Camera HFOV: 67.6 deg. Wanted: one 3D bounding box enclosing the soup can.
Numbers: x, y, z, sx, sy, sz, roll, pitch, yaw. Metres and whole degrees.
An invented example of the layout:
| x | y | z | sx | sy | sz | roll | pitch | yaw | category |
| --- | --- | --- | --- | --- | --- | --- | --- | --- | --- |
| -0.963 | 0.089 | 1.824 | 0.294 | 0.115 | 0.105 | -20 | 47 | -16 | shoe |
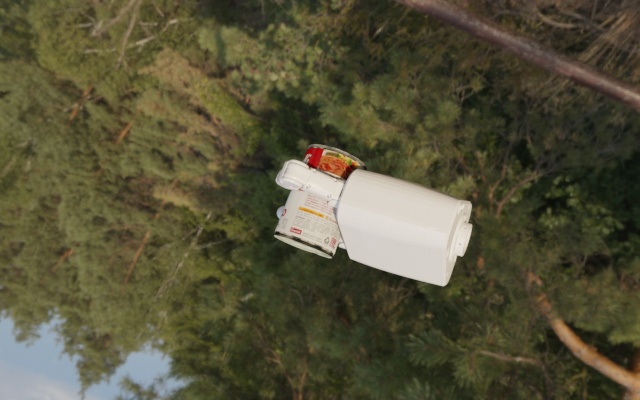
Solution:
| x | y | z | sx | sy | sz | roll | pitch | yaw | category |
| --- | --- | --- | --- | --- | --- | --- | --- | --- | --- |
| -0.001 | 0.002 | 0.502 | 0.068 | 0.102 | 0.068 | 20 | -10 | 4 | soup can |
